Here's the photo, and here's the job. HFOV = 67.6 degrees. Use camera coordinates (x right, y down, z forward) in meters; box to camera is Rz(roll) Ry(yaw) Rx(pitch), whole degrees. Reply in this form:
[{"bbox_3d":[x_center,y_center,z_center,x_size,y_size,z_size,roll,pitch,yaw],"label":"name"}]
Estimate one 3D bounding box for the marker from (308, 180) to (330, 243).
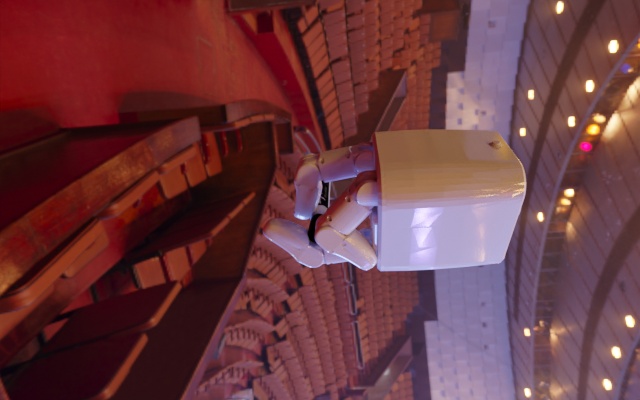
[{"bbox_3d":[0.000,0.002,0.460,0.020,0.020,0.121,0,31,2],"label":"marker"}]
